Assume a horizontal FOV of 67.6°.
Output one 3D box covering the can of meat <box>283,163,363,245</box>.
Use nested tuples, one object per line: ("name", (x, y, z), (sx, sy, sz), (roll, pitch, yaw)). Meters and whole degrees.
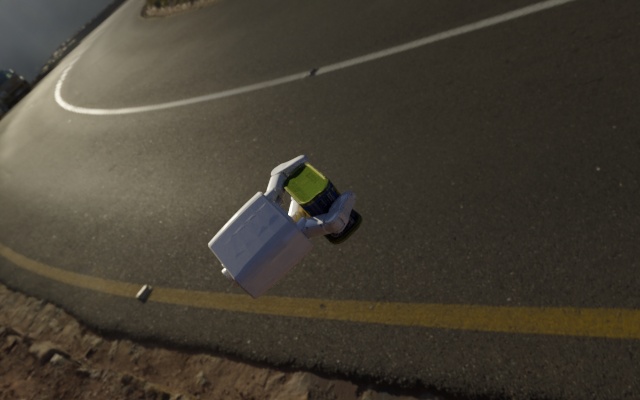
("can of meat", (0.000, 0.002, 0.672), (0.084, 0.057, 0.102), (50, -4, -32))
